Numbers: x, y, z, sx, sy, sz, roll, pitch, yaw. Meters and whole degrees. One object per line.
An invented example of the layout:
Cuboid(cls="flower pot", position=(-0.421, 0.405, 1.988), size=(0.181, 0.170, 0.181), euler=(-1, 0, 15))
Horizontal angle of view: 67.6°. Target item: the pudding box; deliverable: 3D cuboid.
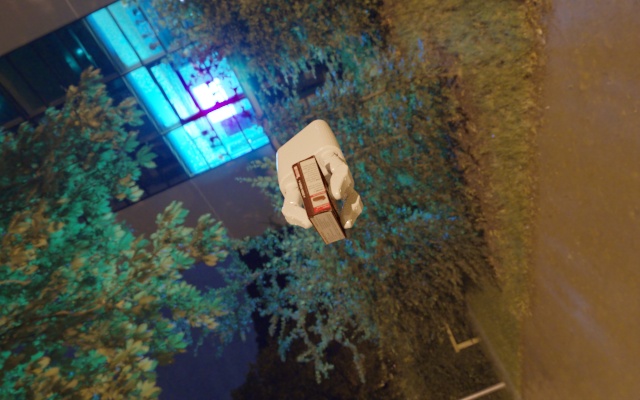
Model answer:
Cuboid(cls="pudding box", position=(0.000, 0.002, 0.681), size=(0.039, 0.090, 0.113), euler=(-22, -27, 6))
